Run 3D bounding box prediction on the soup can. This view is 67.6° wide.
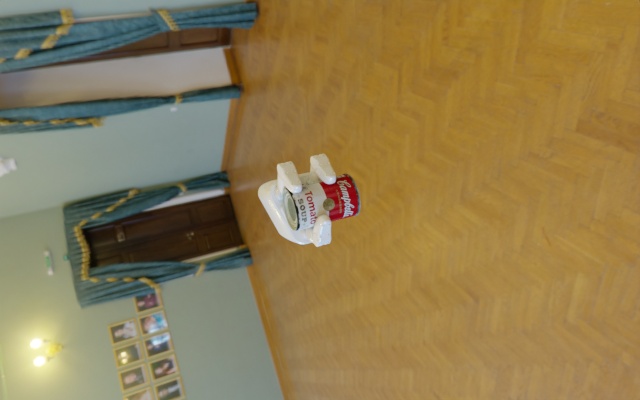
[{"bbox_3d":[0.000,0.003,0.724,0.102,0.068,0.068,-14,4,-19],"label":"soup can"}]
